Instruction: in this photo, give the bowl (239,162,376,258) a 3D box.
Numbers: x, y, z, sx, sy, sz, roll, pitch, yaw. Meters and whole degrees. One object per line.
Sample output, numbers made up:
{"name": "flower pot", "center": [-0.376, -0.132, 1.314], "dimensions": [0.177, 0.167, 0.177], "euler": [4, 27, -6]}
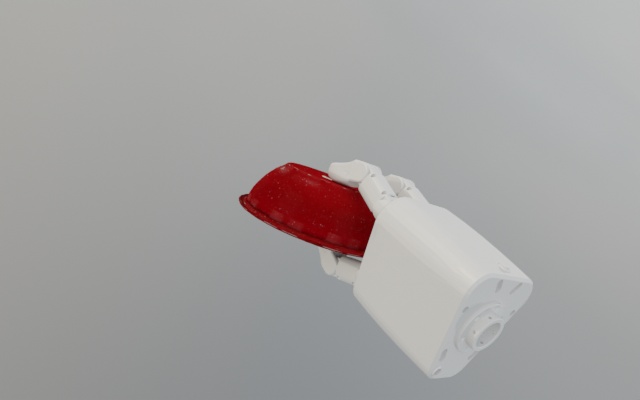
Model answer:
{"name": "bowl", "center": [-0.001, 0.001, 0.499], "dimensions": [0.162, 0.055, 0.162], "euler": [20, 8, -3]}
